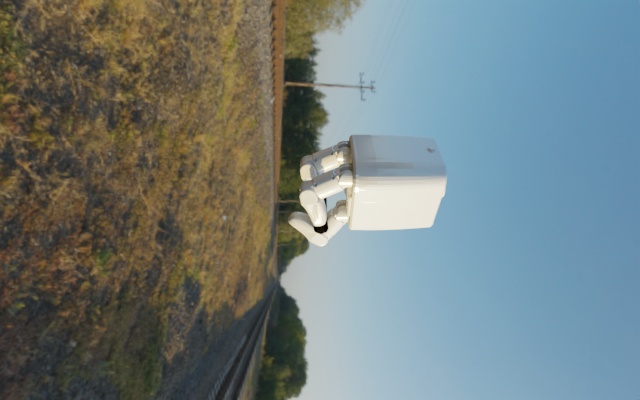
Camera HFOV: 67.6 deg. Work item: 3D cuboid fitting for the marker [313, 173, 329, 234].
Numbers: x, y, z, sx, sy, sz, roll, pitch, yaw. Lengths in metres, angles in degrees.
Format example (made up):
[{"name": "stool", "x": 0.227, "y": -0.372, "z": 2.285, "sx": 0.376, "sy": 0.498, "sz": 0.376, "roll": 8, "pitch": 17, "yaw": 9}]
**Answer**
[{"name": "marker", "x": 0.000, "y": 0.002, "z": 0.634, "sx": 0.020, "sy": 0.020, "sz": 0.121, "roll": 0, "pitch": 36, "yaw": -1}]
